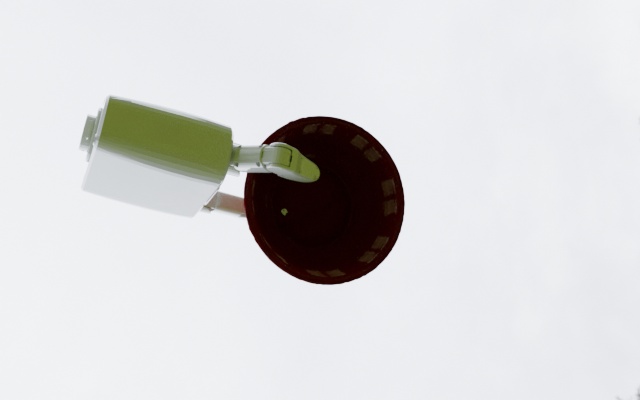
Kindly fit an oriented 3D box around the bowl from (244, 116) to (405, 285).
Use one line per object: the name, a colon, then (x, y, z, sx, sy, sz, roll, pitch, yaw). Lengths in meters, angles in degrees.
bowl: (0.001, 0.002, 0.474, 0.162, 0.162, 0.055, 0, -8, -18)
